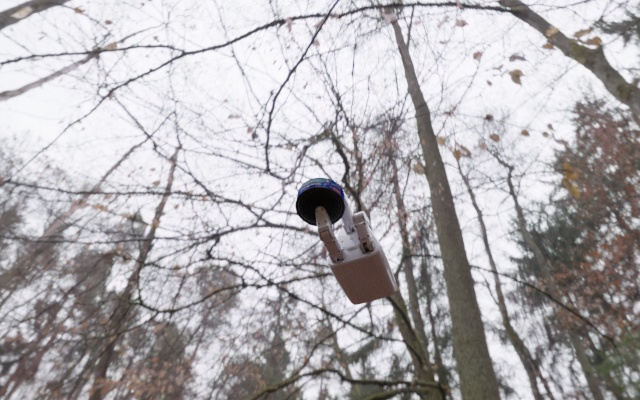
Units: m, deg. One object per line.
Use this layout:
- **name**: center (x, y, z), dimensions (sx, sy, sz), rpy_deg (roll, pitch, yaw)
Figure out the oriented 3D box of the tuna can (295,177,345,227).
- **tuna can**: center (0.000, 0.002, 0.830), dimensions (0.086, 0.086, 0.033), rpy_deg (0, 36, 4)
